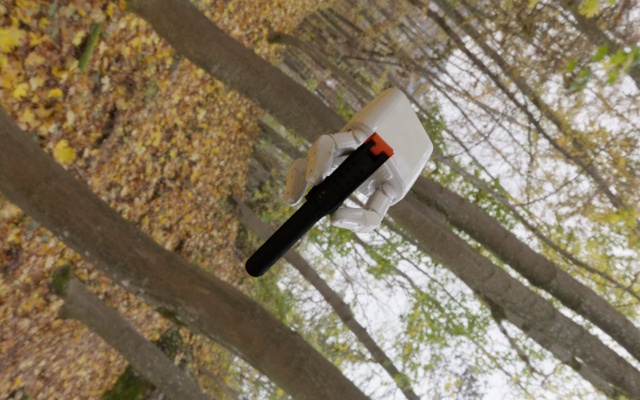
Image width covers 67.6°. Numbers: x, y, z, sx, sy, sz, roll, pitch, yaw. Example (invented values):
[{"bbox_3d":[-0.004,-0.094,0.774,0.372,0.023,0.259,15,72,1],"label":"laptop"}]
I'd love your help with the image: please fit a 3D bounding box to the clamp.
[{"bbox_3d":[0.001,0.002,0.528,0.210,0.036,0.164,-41,7,49],"label":"clamp"}]
